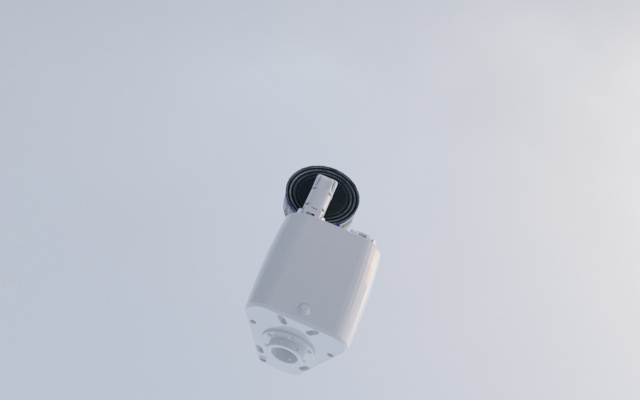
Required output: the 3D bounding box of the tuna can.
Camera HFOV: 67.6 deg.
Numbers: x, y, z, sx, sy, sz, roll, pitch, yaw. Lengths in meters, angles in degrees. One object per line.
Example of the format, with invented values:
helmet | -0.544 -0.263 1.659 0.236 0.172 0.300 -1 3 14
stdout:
tuna can | 0.000 0.002 0.555 0.086 0.086 0.034 0 -38 -13
